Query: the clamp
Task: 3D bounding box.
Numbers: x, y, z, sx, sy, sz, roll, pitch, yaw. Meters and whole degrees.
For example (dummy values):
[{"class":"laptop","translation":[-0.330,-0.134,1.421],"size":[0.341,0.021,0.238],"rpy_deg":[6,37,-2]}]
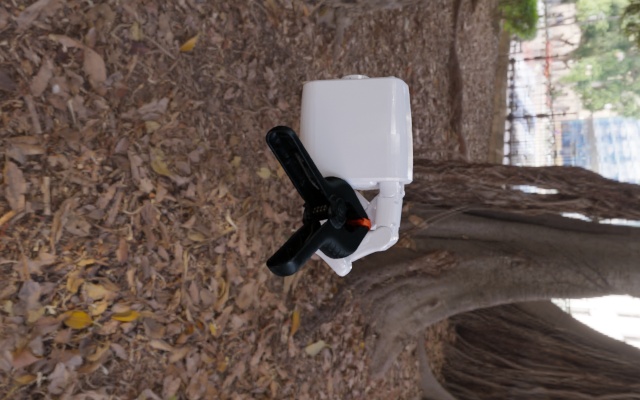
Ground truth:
[{"class":"clamp","translation":[0.001,0.002,0.434],"size":[0.039,0.120,0.171],"rpy_deg":[-2,-3,25]}]
